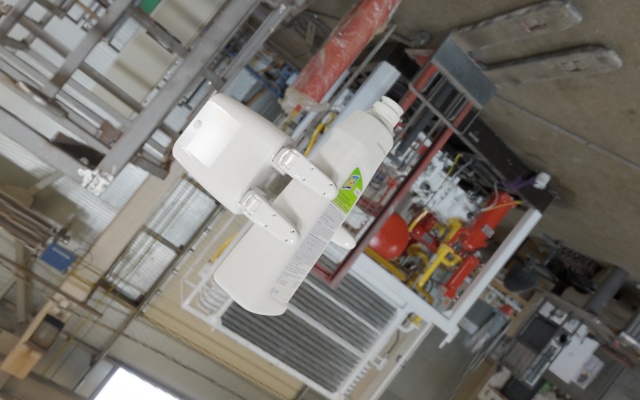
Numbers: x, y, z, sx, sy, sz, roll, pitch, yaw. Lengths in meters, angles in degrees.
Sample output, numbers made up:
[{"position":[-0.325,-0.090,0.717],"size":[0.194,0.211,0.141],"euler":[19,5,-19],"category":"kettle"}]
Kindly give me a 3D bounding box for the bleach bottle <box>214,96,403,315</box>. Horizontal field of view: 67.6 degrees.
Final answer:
[{"position":[0.000,0.002,0.500],"size":[0.068,0.251,0.102],"euler":[38,-1,21],"category":"bleach bottle"}]
